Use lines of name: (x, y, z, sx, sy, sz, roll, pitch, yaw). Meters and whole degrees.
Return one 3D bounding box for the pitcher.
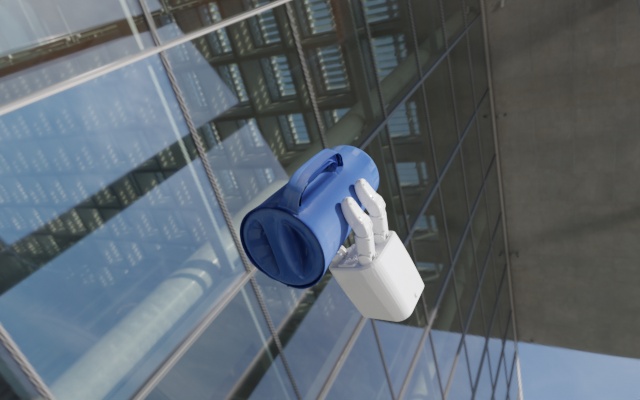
pitcher: (0.000, 0.003, 0.718, 0.149, 0.145, 0.242, -24, 16, 39)
